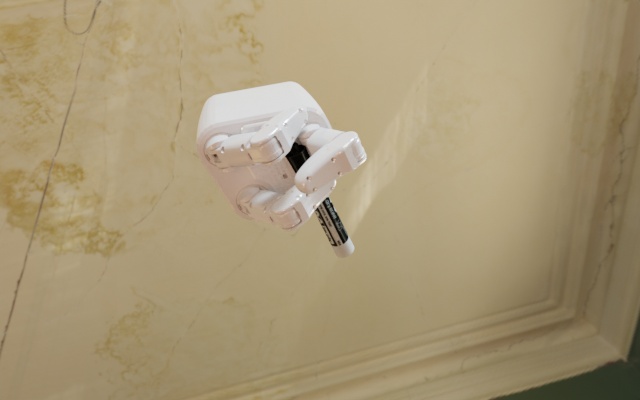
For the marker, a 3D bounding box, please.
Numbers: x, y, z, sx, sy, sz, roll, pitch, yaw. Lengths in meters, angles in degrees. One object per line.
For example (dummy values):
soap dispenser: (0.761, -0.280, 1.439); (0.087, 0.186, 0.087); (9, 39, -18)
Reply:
marker: (0.000, 0.001, 0.420); (0.020, 0.121, 0.020); (-19, 31, 12)
